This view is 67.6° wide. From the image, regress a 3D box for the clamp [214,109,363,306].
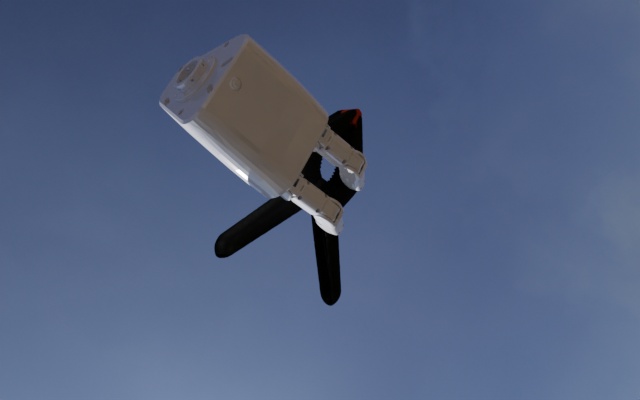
[{"bbox_3d":[0.000,0.001,0.507,0.036,0.210,0.165,9,-25,49],"label":"clamp"}]
